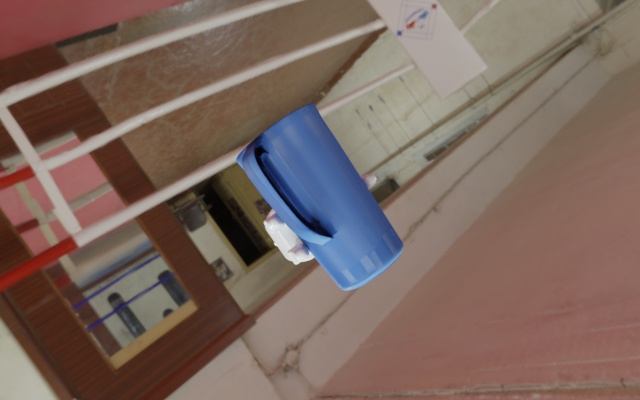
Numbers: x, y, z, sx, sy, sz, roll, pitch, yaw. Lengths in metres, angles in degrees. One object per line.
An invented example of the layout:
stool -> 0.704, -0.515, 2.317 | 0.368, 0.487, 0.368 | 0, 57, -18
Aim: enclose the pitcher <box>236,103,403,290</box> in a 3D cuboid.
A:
pitcher -> 0.000, 0.002, 0.652 | 0.149, 0.243, 0.145 | -36, 0, -18
